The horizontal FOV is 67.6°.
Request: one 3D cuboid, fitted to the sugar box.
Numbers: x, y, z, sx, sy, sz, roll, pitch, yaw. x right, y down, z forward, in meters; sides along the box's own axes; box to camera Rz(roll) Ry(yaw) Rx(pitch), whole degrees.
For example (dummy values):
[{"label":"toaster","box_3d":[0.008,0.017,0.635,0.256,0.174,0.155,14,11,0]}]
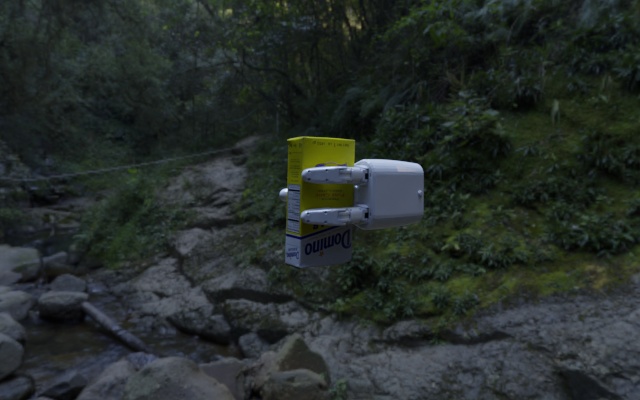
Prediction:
[{"label":"sugar box","box_3d":[0.001,0.002,0.666,0.093,0.176,0.048,-2,3,-36]}]
